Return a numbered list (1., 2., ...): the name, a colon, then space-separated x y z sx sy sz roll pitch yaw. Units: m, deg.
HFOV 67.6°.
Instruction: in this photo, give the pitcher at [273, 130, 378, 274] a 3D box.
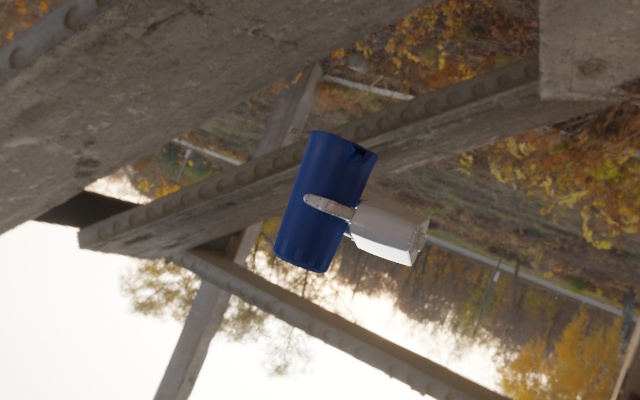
1. pitcher: 0.000 0.003 0.885 0.145 0.243 0.149 21 -3 22
